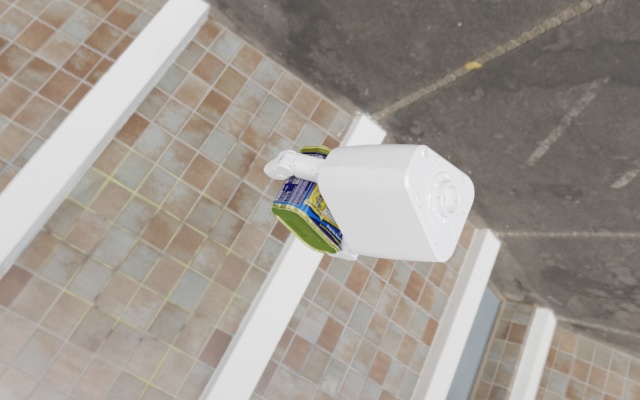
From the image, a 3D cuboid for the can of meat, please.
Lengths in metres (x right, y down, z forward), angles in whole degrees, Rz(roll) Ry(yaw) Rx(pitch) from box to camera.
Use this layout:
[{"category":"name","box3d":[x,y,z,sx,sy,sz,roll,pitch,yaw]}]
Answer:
[{"category":"can of meat","box3d":[0.000,0.002,0.546,0.057,0.084,0.102,5,-32,44]}]
